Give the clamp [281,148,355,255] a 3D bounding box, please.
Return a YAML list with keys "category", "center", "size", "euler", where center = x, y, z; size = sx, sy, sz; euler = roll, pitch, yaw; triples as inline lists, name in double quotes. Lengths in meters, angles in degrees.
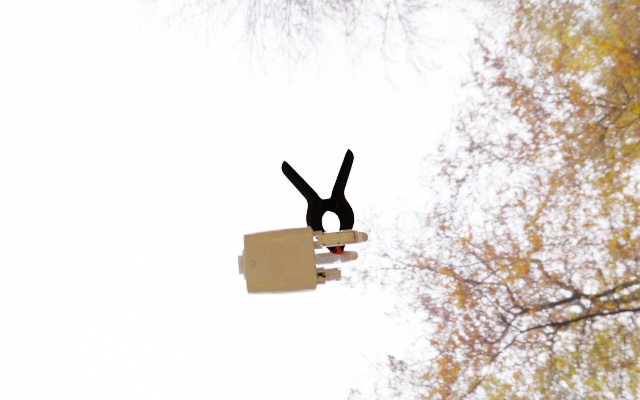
- category: "clamp"
  center: [0.000, 0.003, 0.762]
  size: [0.120, 0.171, 0.039]
  euler: [-4, -9, -2]
